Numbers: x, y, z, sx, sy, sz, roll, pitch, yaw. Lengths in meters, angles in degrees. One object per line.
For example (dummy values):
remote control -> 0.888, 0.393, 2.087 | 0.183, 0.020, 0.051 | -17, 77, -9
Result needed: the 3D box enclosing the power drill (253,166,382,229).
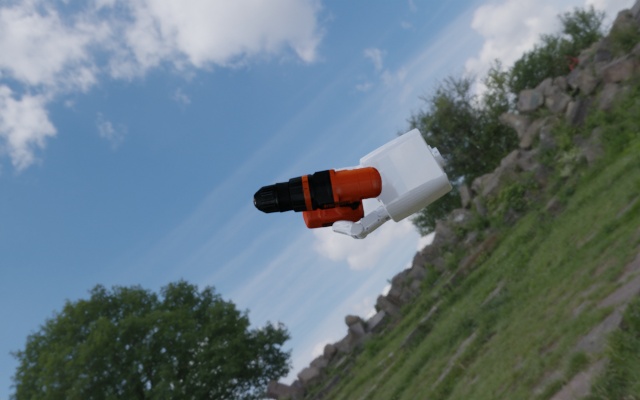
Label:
power drill -> 0.000, 0.002, 0.745 | 0.184, 0.057, 0.188 | -8, -11, 2
